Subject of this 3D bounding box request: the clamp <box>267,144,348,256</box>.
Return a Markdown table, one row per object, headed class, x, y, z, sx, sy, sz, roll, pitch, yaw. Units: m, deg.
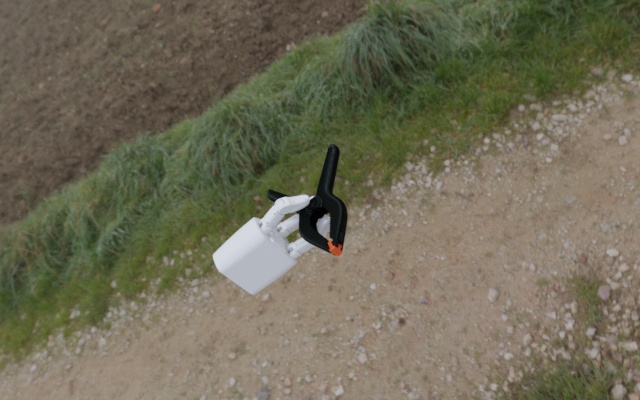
| class | x | y | z | sx | sy | sz | roll | pitch | yaw |
| --- | --- | --- | --- | --- | --- | --- | --- | --- | --- |
| clamp | 0.000 | 0.003 | 0.842 | 0.164 | 0.209 | 0.036 | -41 | -41 | 11 |
